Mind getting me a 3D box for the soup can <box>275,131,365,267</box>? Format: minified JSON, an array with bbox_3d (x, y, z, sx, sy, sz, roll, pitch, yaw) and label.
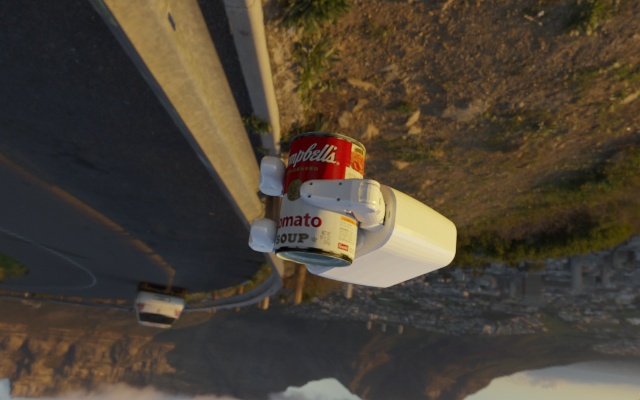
[{"bbox_3d":[0.000,0.001,0.411,0.068,0.102,0.068,7,-16,2],"label":"soup can"}]
